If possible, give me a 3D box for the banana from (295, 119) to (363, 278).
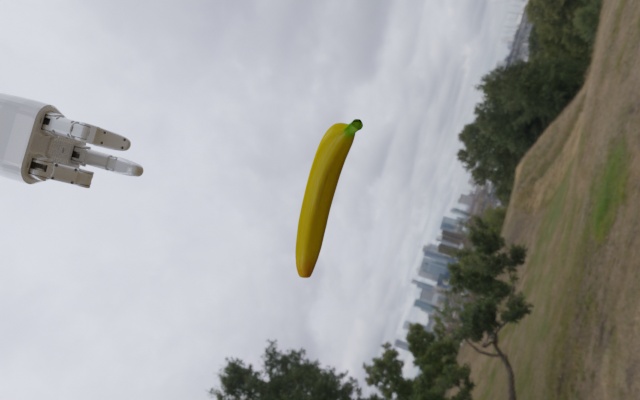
[{"bbox_3d":[0.001,-0.008,0.552,0.037,0.198,0.069,14,21,-6],"label":"banana"}]
